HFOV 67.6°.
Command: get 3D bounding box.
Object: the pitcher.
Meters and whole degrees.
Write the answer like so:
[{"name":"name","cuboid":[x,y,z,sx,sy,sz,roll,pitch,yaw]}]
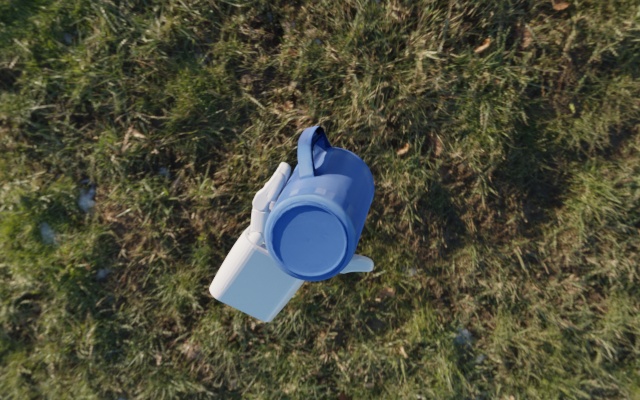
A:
[{"name":"pitcher","cuboid":[0.000,0.002,0.651,0.149,0.145,0.242,34,18,-2]}]
